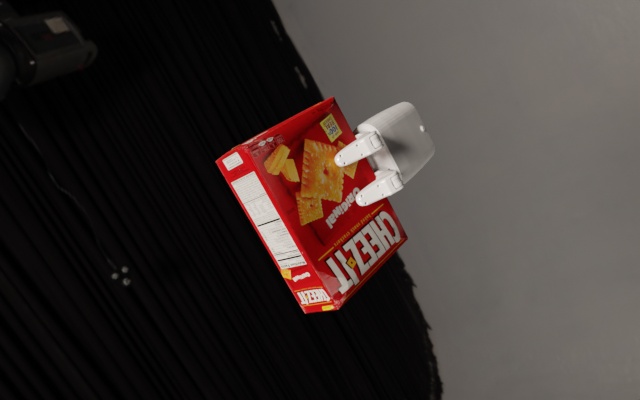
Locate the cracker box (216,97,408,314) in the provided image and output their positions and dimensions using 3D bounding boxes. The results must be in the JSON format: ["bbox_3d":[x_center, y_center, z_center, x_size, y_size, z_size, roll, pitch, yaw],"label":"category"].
[{"bbox_3d":[0.000,0.002,0.586,0.072,0.214,0.164,-20,13,49],"label":"cracker box"}]
